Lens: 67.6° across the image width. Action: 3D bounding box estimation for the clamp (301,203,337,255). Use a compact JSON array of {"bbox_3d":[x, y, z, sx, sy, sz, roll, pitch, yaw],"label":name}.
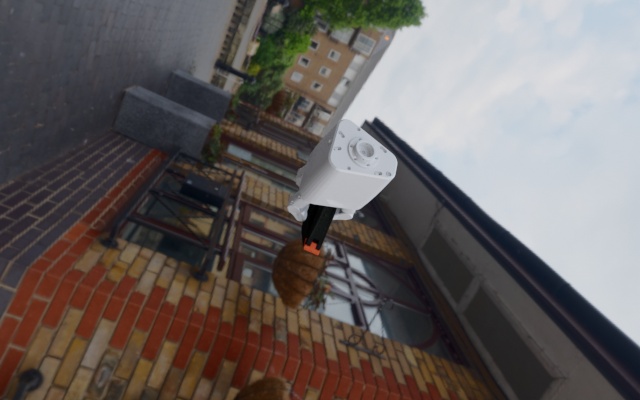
[{"bbox_3d":[0.001,0.003,0.825,0.036,0.209,0.165,25,-32,-15],"label":"clamp"}]
